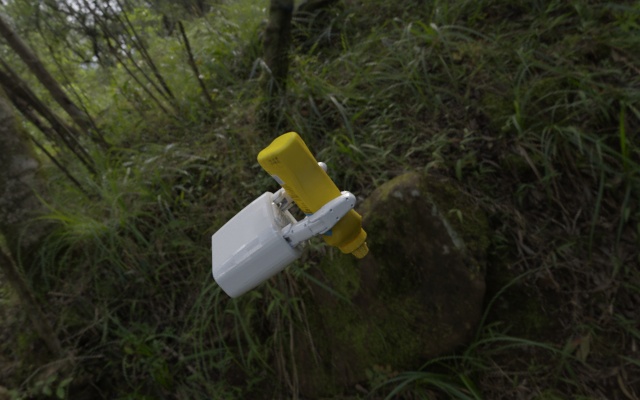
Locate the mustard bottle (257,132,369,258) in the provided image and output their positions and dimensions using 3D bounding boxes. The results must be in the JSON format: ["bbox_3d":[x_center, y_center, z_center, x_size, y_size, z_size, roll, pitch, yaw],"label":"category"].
[{"bbox_3d":[0.000,0.002,0.621,0.058,0.192,0.096,-43,16,-13],"label":"mustard bottle"}]
